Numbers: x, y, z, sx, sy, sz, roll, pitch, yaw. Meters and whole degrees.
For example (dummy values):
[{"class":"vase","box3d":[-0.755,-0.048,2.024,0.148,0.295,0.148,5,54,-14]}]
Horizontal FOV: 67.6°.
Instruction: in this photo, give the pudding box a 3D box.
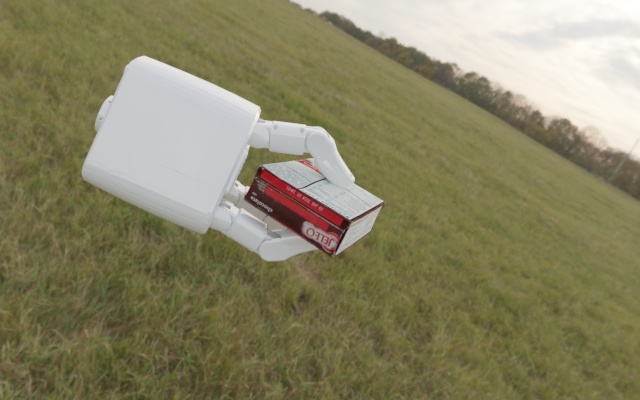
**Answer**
[{"class":"pudding box","box3d":[0.000,0.001,0.420,0.090,0.039,0.113,33,20,15]}]
